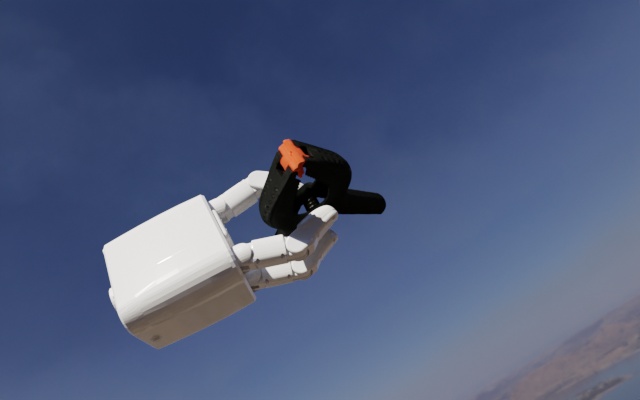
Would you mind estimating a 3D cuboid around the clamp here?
[{"bbox_3d":[-0.001,0.001,0.477,0.164,0.036,0.210,-30,-26,-13],"label":"clamp"}]
